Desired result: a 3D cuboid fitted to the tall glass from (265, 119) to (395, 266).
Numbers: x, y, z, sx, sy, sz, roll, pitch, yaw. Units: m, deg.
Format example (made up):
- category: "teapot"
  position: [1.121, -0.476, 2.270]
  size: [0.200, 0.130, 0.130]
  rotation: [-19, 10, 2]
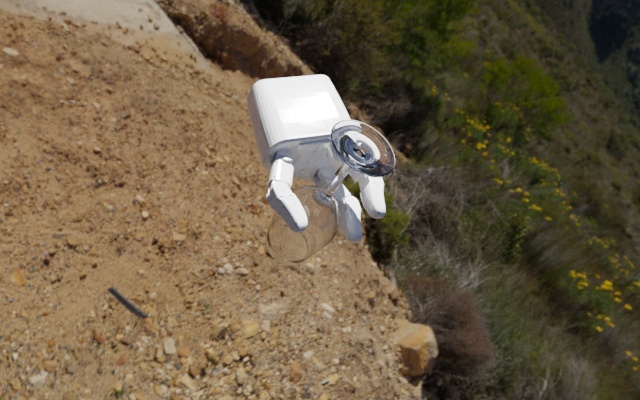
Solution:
- category: "tall glass"
  position: [0.000, 0.002, 0.548]
  size: [0.079, 0.079, 0.201]
  rotation: [0, -34, -32]
